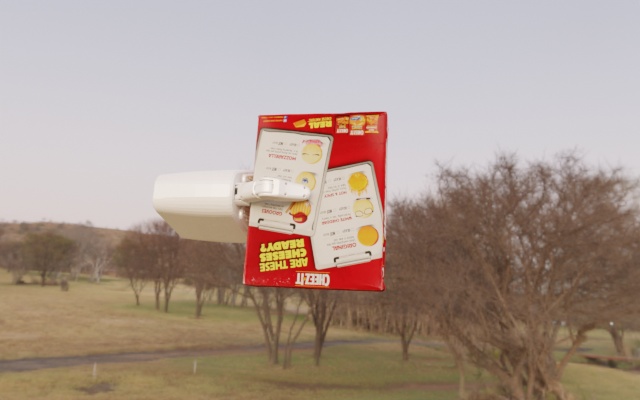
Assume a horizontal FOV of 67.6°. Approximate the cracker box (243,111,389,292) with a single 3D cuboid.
[{"bbox_3d":[0.000,0.002,0.591,0.164,0.213,0.072,0,-13,12],"label":"cracker box"}]
